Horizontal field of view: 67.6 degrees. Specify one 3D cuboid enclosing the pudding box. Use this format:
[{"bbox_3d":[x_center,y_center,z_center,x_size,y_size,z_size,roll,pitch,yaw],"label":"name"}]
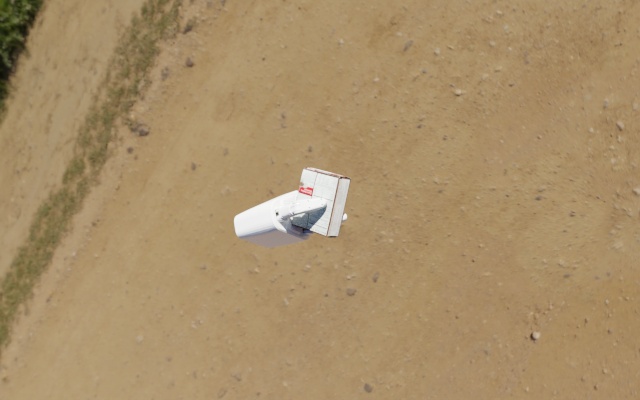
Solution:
[{"bbox_3d":[0.000,0.003,0.870,0.090,0.113,0.039,17,9,37],"label":"pudding box"}]
